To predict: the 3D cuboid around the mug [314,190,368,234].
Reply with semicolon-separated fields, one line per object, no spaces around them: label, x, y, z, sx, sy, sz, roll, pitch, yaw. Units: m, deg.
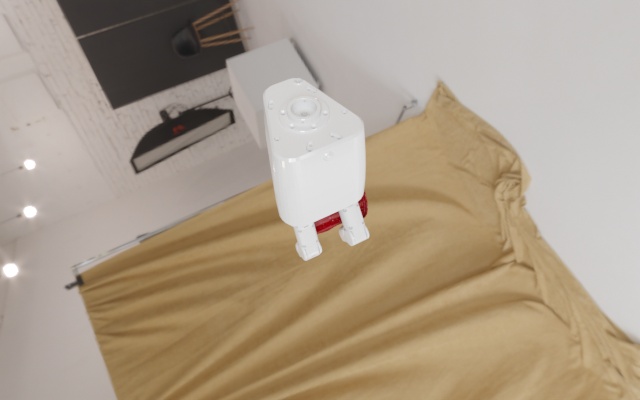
mug;0.000;0.003;0.595;0.081;0.093;0.117;-23;-33;-14
